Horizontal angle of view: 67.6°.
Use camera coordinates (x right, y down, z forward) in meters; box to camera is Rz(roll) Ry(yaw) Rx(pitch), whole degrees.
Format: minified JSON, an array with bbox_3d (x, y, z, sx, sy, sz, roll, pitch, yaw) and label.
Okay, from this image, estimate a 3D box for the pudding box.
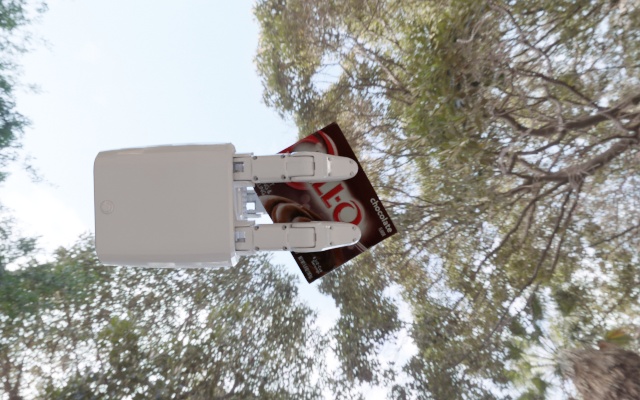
[{"bbox_3d":[0.000,0.001,0.418,0.090,0.113,0.039,-30,2,-5],"label":"pudding box"}]
